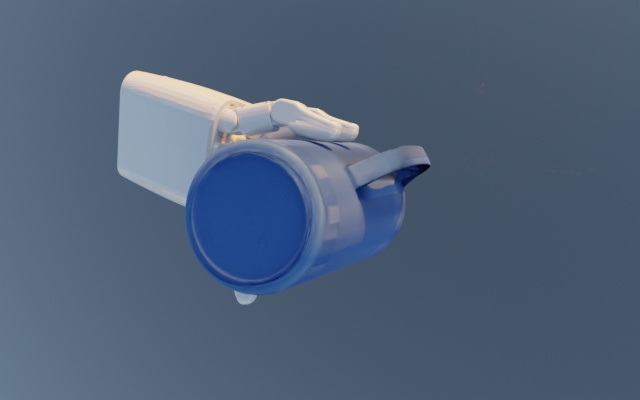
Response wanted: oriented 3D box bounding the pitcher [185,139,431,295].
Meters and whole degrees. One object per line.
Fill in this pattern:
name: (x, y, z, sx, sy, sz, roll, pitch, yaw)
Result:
pitcher: (0.000, 0.001, 0.427, 0.145, 0.149, 0.243, 21, 9, 17)
